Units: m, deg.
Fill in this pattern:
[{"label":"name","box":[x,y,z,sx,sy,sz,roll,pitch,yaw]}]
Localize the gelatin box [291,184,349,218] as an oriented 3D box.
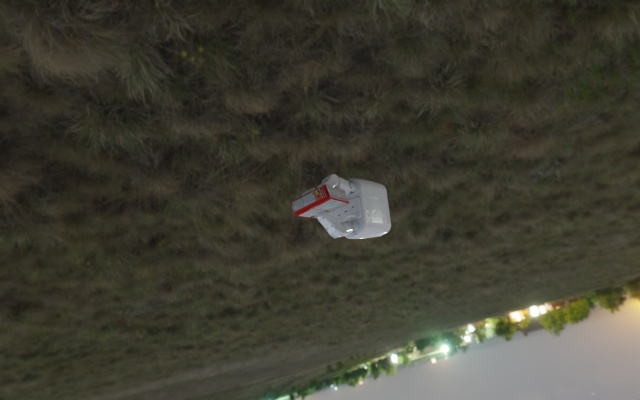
[{"label":"gelatin box","box":[0.000,0.003,0.853,0.073,0.030,0.089,-26,-16,21]}]
